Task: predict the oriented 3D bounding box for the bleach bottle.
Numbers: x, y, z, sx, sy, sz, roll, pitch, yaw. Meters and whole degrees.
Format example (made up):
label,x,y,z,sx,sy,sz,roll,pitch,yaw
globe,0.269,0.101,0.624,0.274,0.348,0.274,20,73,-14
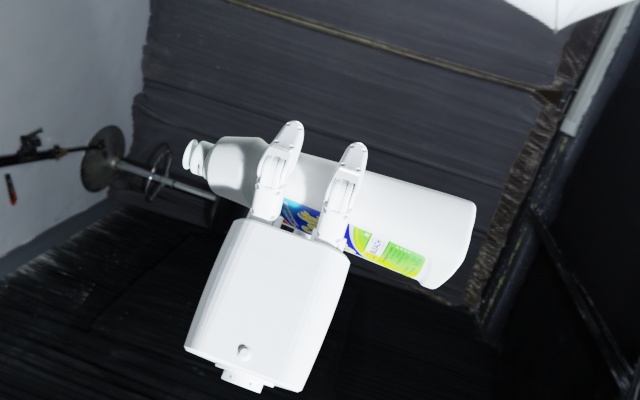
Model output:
label,x,y,z,sx,sy,sz,roll,pitch,yaw
bleach bottle,0.000,0.001,0.428,0.251,0.068,0.103,19,-23,5
